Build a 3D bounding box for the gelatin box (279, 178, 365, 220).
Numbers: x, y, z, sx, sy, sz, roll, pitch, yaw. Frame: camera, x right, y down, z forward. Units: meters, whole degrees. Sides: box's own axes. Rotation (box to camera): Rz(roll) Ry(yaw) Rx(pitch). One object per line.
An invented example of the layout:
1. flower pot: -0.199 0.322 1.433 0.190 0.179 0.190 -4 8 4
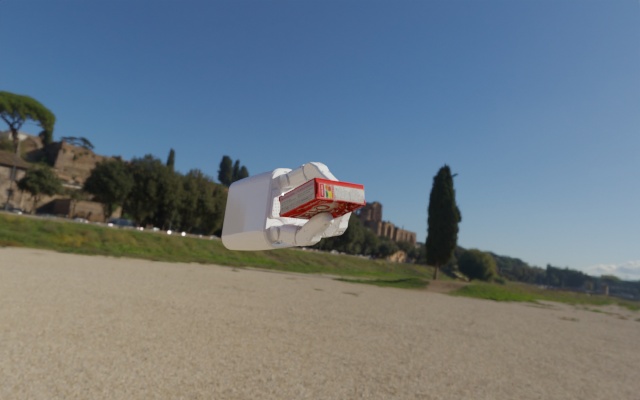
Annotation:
1. gelatin box: 0.000 0.001 0.594 0.073 0.030 0.089 8 -20 -33
